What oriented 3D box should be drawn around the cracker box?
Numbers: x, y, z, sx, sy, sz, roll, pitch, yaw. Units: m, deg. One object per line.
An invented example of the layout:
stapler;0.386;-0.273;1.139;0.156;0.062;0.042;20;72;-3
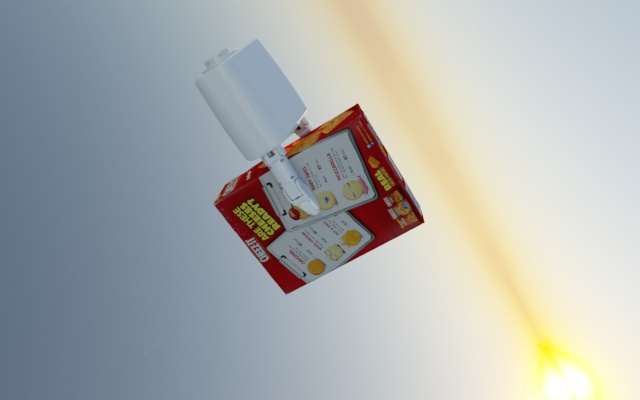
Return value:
cracker box;0.000;0.002;0.620;0.214;0.164;0.072;-29;20;15
